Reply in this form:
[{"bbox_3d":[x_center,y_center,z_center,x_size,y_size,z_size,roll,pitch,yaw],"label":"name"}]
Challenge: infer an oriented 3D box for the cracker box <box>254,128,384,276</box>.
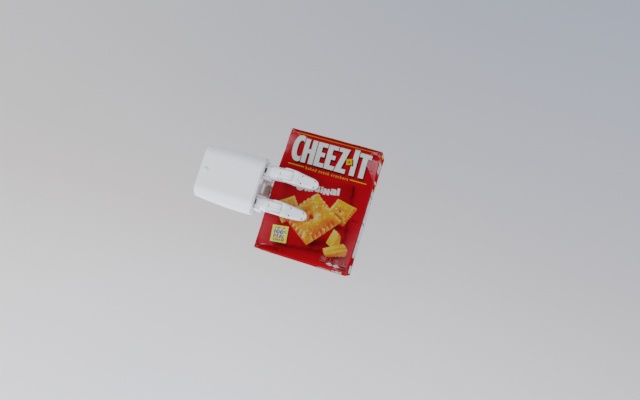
[{"bbox_3d":[0.000,0.003,0.811,0.164,0.213,0.072,16,-6,9],"label":"cracker box"}]
